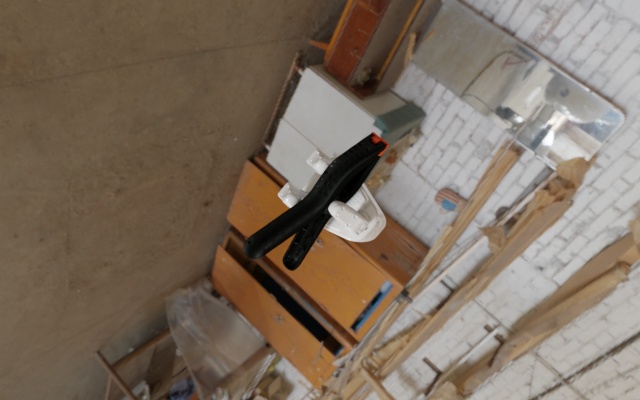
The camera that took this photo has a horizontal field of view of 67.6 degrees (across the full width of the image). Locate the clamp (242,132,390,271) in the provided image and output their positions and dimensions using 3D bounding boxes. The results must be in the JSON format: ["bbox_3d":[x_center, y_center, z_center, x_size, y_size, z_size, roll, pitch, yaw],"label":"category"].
[{"bbox_3d":[0.001,0.002,0.566,0.036,0.210,0.164,42,5,17],"label":"clamp"}]
